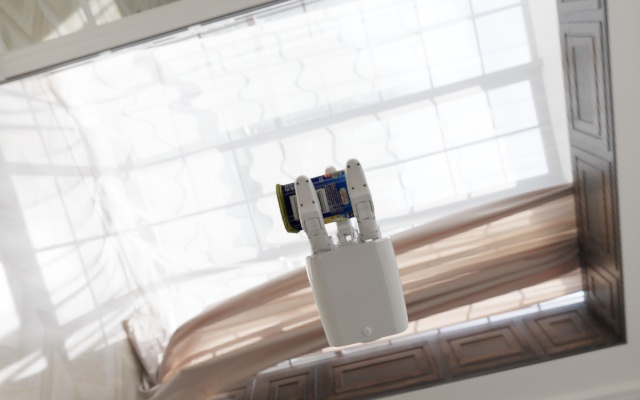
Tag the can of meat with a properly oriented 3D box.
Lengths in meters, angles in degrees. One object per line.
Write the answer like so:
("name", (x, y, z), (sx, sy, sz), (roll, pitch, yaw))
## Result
("can of meat", (0.000, 0.002, 0.561), (0.084, 0.057, 0.102), (-14, -6, 4))
